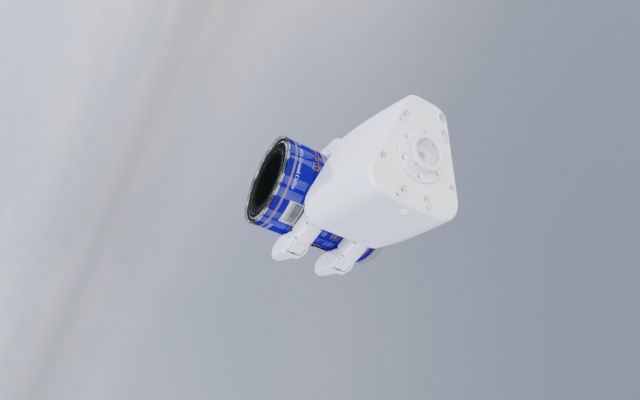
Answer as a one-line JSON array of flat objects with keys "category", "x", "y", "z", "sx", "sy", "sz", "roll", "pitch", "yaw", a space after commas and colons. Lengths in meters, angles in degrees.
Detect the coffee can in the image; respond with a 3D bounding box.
[{"category": "coffee can", "x": 0.000, "y": 0.002, "z": 0.537, "sx": 0.140, "sy": 0.103, "sz": 0.103, "roll": 23, "pitch": -9, "yaw": -22}]
